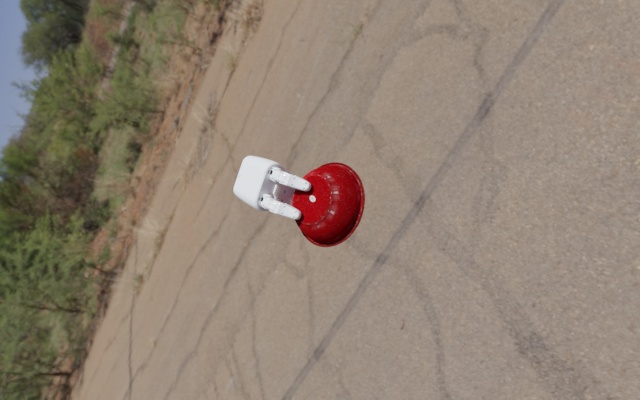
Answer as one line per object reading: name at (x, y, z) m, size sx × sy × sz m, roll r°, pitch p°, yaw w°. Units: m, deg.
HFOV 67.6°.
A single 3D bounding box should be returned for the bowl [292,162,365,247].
bowl at (0.001, 0.003, 0.874) m, size 0.162 × 0.162 × 0.055 m, roll 0°, pitch -10°, yaw 39°
